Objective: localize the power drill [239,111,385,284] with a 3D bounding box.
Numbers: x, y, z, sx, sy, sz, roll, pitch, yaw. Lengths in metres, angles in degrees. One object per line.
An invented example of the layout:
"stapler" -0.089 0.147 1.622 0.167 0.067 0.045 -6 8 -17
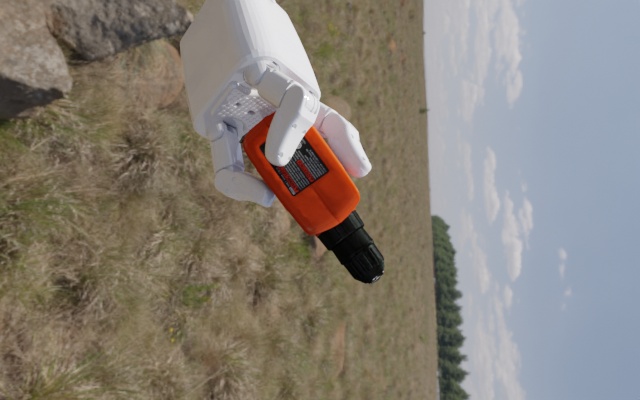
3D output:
"power drill" 0.000 0.001 0.454 0.057 0.184 0.188 -37 -10 -3
